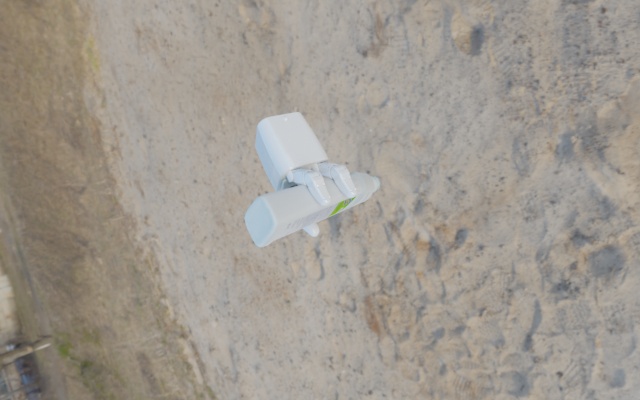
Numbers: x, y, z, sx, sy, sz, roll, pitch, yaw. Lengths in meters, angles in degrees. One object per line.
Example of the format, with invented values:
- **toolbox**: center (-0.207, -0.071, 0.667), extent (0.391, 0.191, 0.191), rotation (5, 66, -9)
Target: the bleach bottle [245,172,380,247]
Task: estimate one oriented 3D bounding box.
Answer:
- **bleach bottle**: center (0.000, 0.003, 0.827), extent (0.251, 0.068, 0.103), rotation (-18, -17, -35)
